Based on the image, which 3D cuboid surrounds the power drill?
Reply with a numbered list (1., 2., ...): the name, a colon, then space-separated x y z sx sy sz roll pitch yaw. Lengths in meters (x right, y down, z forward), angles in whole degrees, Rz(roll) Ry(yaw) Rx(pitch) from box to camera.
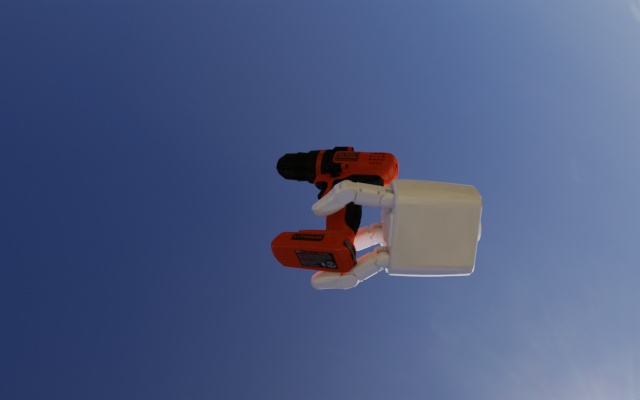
1. power drill: 0.000 0.003 0.647 0.184 0.187 0.057 2 -40 25
